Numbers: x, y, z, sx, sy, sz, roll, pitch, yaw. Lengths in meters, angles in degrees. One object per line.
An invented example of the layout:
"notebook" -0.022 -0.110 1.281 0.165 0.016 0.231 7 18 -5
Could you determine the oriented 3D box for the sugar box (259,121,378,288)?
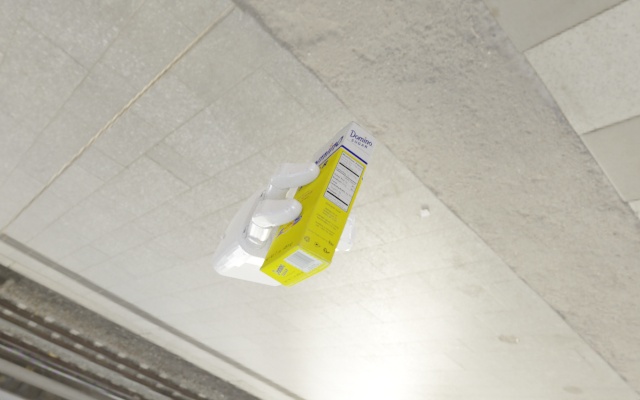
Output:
"sugar box" 0.000 0.002 0.526 0.048 0.176 0.093 32 -36 -17
